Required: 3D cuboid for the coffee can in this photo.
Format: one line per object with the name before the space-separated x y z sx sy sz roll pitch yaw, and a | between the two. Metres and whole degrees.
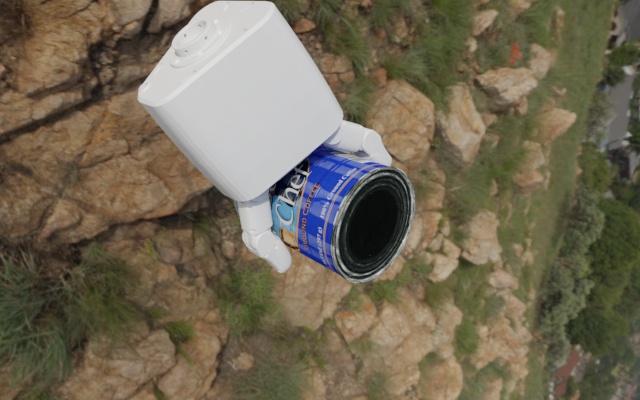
coffee can | 0.000 0.002 0.442 0.103 0.103 0.140 0 17 -45
